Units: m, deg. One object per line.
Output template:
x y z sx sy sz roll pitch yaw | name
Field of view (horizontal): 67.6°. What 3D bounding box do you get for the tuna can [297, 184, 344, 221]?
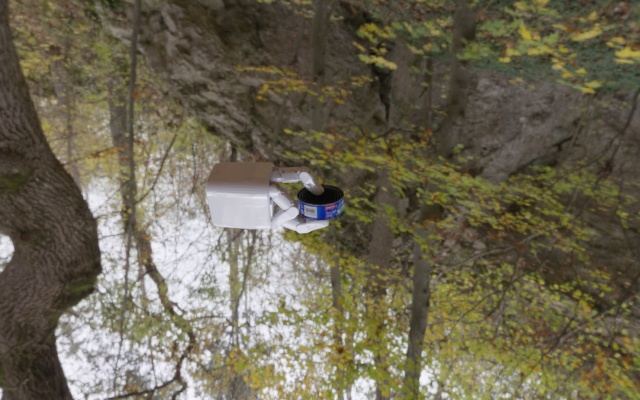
0.000 0.003 0.875 0.086 0.034 0.086 -1 26 1 | tuna can
